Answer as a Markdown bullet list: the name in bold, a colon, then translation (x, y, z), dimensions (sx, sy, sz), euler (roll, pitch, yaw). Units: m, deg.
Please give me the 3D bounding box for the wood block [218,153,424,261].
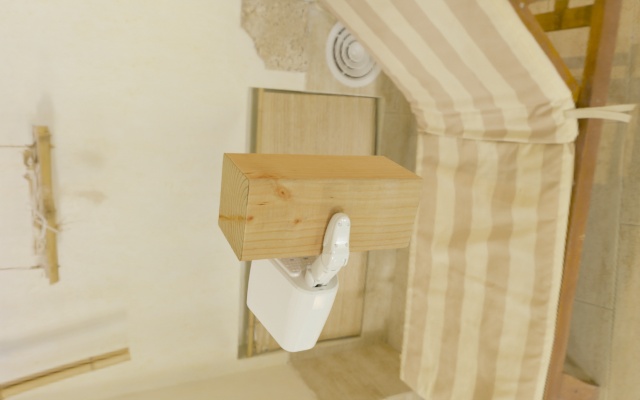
- **wood block**: translation (0.000, 0.002, 0.539), dimensions (0.206, 0.090, 0.090), euler (-2, 24, -27)
